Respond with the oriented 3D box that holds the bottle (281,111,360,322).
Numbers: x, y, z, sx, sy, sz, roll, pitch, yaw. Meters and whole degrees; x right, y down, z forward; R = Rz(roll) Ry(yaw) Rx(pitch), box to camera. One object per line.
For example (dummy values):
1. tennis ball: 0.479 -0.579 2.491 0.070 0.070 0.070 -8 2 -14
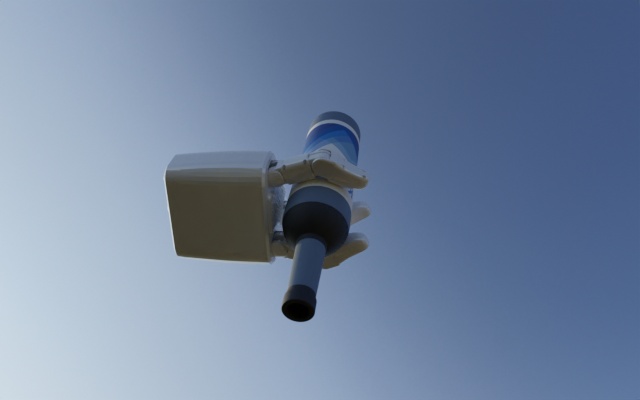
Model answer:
1. bottle: 0.000 0.001 0.495 0.069 0.069 0.295 0 36 9
